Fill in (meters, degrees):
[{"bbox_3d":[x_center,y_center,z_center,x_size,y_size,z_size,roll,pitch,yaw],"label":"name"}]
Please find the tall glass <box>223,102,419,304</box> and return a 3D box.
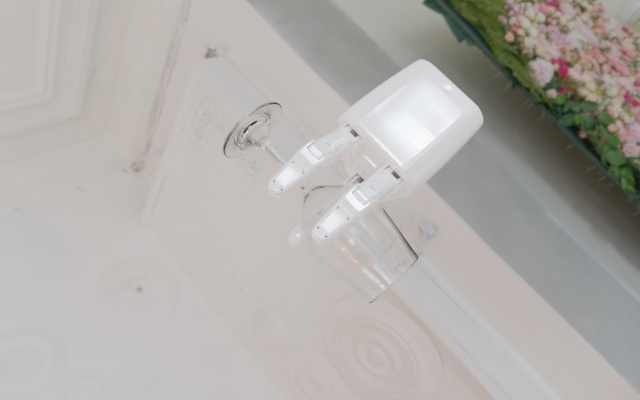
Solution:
[{"bbox_3d":[-0.001,0.001,0.451,0.079,0.201,0.079,-41,-12,-10],"label":"tall glass"}]
